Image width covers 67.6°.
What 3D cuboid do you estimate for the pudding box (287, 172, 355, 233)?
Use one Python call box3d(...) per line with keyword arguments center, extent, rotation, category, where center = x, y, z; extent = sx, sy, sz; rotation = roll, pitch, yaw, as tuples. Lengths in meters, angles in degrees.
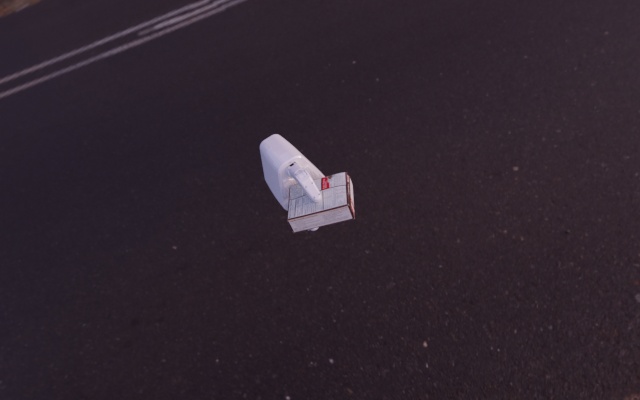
box3d(center=(0.000, 0.003, 0.828), extent=(0.113, 0.090, 0.039), rotation=(-15, -48, 14), category="pudding box")
